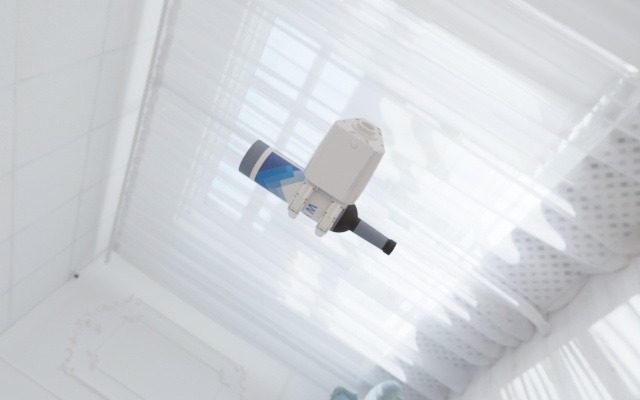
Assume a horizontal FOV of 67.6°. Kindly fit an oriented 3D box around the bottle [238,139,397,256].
[{"bbox_3d":[0.000,0.003,0.817,0.295,0.069,0.069,33,2,3],"label":"bottle"}]
